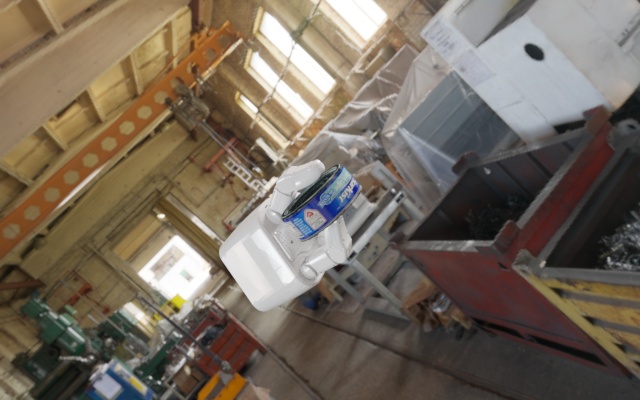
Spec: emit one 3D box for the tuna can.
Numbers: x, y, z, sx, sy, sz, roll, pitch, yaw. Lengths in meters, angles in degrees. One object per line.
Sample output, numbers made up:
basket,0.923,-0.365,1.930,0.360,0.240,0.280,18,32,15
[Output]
tuna can,0.000,0.001,0.496,0.086,0.034,0.086,-41,9,8
